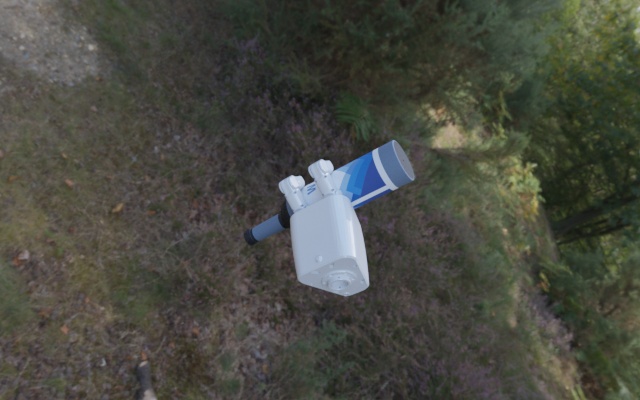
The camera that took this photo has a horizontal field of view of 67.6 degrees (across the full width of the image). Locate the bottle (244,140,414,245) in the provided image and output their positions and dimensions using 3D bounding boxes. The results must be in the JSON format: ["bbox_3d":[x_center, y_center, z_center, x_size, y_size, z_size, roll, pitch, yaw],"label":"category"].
[{"bbox_3d":[0.000,0.002,0.753,0.296,0.069,0.069,-27,-11,22],"label":"bottle"}]
